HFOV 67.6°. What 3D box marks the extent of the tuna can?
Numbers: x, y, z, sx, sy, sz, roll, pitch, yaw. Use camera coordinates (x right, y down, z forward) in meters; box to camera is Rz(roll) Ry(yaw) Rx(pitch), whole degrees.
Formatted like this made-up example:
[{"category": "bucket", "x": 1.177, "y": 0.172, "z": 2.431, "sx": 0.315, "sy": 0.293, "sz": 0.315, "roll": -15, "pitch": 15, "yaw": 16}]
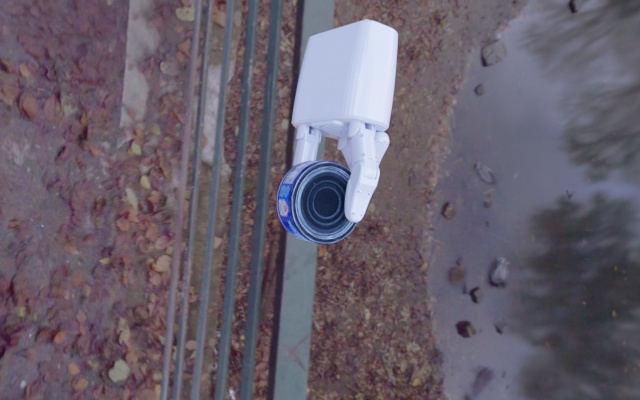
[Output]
[{"category": "tuna can", "x": 0.000, "y": 0.002, "z": 0.490, "sx": 0.086, "sy": 0.086, "sz": 0.034, "roll": 0, "pitch": 3, "yaw": -29}]
